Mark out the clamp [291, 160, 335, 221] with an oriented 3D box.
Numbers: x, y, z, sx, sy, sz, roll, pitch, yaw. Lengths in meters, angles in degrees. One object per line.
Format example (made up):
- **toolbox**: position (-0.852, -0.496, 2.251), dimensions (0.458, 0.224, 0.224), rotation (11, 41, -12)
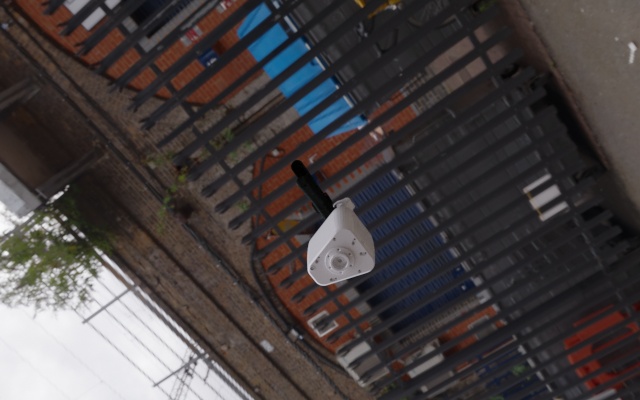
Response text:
- **clamp**: position (0.000, 0.003, 0.893), dimensions (0.039, 0.171, 0.120), rotation (-36, 12, 11)
